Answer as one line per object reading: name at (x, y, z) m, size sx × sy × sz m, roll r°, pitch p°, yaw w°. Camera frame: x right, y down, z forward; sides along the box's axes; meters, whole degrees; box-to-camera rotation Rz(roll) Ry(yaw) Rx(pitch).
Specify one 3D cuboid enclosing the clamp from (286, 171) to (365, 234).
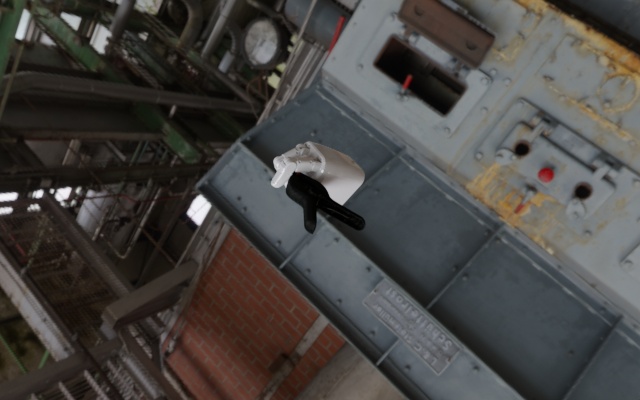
clamp at (0.000, 0.003, 0.830) m, size 0.120 × 0.039 × 0.171 m, roll 11°, pitch 31°, yaw -34°
